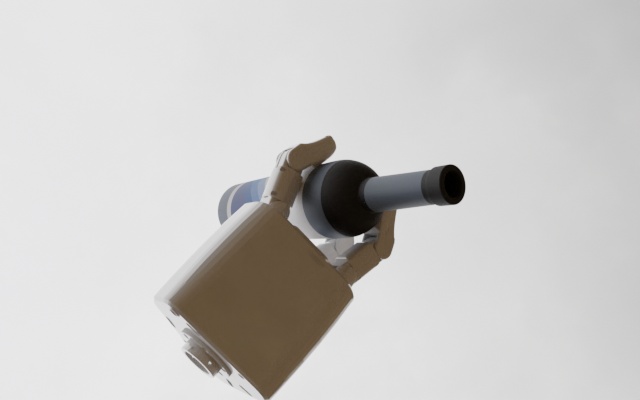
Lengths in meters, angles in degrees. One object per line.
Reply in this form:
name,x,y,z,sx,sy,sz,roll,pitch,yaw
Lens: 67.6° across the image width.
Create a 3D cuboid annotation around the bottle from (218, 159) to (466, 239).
bottle,0.000,0.001,0.433,0.069,0.069,0.296,0,-5,-37
